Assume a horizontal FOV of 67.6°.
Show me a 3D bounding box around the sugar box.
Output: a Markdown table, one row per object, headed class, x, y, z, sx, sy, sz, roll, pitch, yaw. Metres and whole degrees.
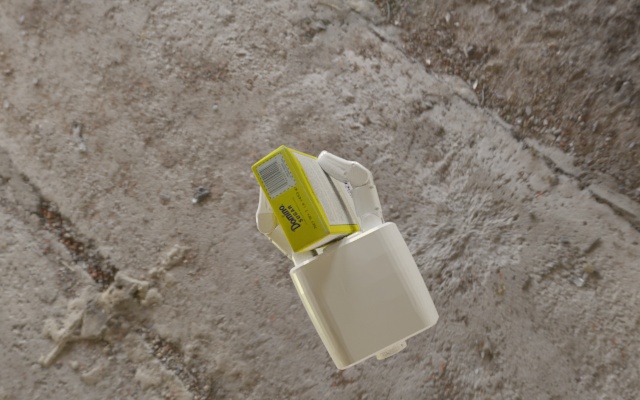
| class | x | y | z | sx | sy | sz | roll | pitch | yaw |
| --- | --- | --- | --- | --- | --- | --- | --- | --- | --- |
| sugar box | 0.000 | 0.002 | 0.506 | 0.048 | 0.093 | 0.176 | -30 | -12 | 13 |
